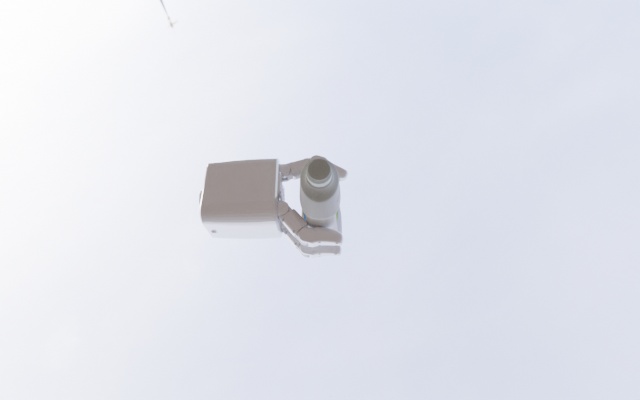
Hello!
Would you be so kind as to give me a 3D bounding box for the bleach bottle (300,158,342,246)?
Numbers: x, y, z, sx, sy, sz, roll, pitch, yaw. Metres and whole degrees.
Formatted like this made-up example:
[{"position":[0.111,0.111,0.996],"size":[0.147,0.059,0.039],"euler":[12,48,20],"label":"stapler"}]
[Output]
[{"position":[0.000,0.002,0.692],"size":[0.068,0.102,0.251],"euler":[-2,-22,0],"label":"bleach bottle"}]
